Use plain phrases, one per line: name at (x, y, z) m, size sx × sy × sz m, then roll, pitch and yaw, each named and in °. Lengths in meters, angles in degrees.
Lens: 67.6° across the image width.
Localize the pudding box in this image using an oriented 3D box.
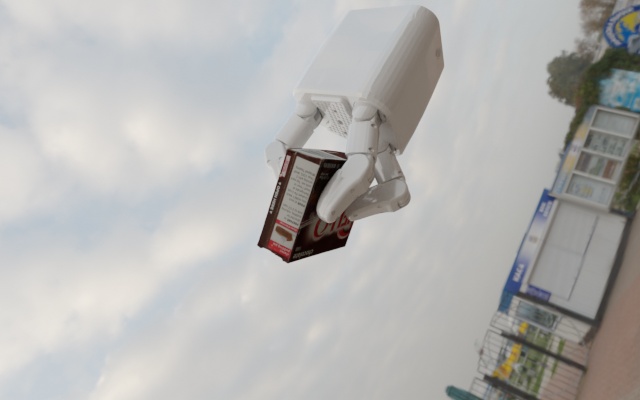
pudding box at (0.000, 0.001, 0.425) m, size 0.039 × 0.090 × 0.113 m, roll 24°, pitch 13°, yaw 27°
